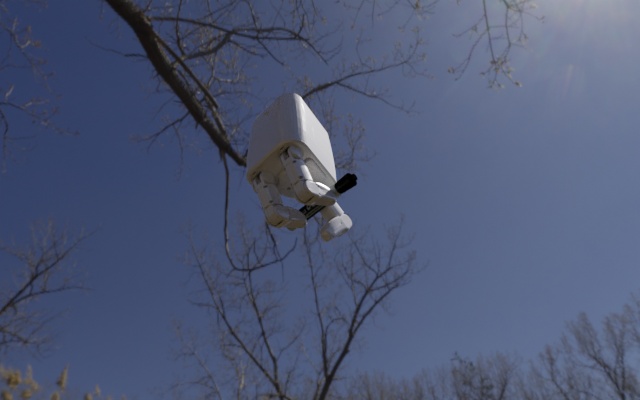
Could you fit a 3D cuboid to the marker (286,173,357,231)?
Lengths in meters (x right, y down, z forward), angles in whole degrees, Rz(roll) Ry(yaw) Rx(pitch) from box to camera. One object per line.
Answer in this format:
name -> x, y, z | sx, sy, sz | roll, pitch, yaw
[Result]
marker -> 0.000, 0.002, 0.611 | 0.121, 0.020, 0.020 | -37, -21, 30
